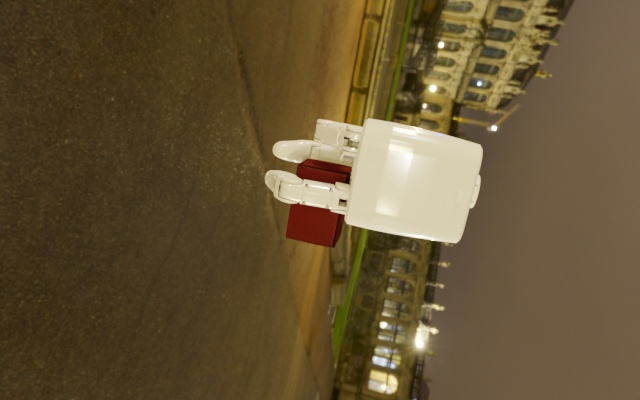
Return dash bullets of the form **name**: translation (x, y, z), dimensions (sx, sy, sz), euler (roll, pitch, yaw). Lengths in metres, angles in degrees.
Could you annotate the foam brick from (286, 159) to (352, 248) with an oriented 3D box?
- **foam brick**: translation (0.000, 0.002, 0.484), dimensions (0.051, 0.078, 0.053), euler (12, 13, 7)
